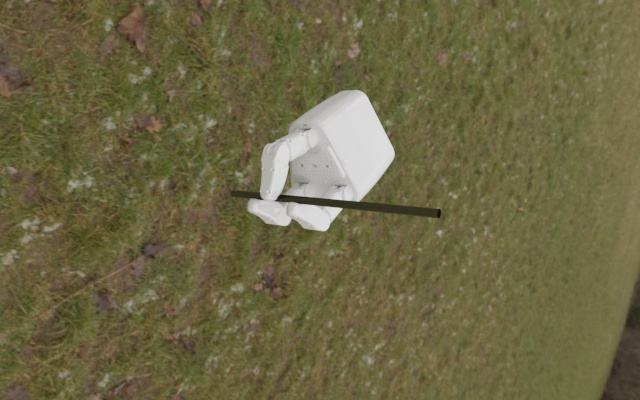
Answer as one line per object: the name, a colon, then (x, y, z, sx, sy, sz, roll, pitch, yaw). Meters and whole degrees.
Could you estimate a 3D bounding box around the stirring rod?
stirring rod: (0.000, 0.001, 0.462, 0.239, 0.011, 0.011, 5, 3, 36)
